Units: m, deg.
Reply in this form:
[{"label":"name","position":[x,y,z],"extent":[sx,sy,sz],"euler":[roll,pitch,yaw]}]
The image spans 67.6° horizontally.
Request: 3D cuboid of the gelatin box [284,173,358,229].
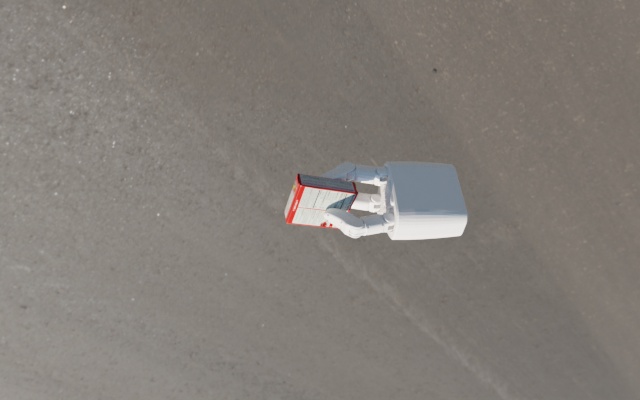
[{"label":"gelatin box","position":[0.000,0.003,0.687],"extent":[0.089,0.073,0.030],"euler":[7,40,-19]}]
